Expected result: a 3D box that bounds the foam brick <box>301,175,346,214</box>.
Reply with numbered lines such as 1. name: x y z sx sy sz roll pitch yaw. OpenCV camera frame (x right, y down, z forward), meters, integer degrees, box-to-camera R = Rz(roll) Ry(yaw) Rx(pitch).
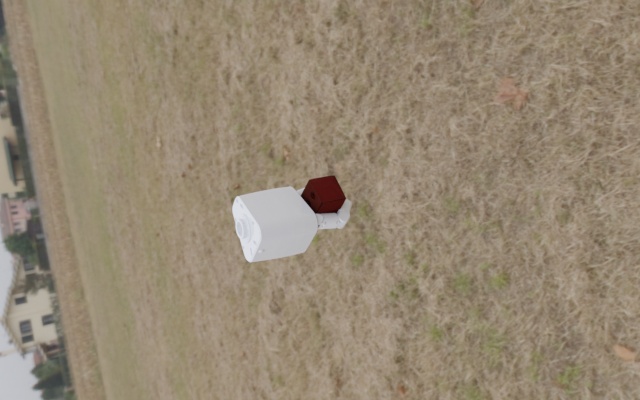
1. foam brick: 0.000 0.002 0.829 0.051 0.053 0.078 -9 -33 -31
